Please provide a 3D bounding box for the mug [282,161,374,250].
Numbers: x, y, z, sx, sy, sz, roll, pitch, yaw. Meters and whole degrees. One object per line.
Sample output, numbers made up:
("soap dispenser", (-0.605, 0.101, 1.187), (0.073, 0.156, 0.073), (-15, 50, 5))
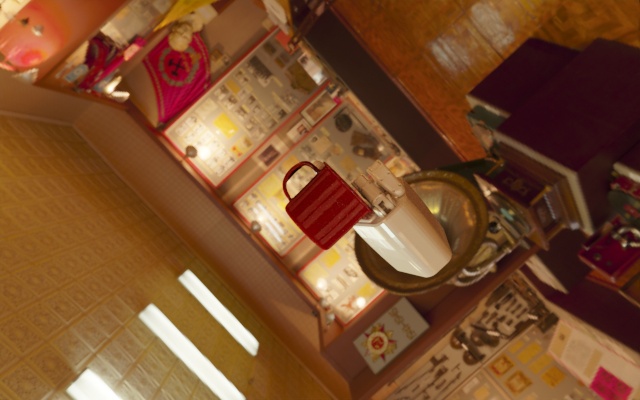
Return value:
("mug", (-0.001, 0.001, 0.620), (0.081, 0.117, 0.093), (-44, 12, 2))
